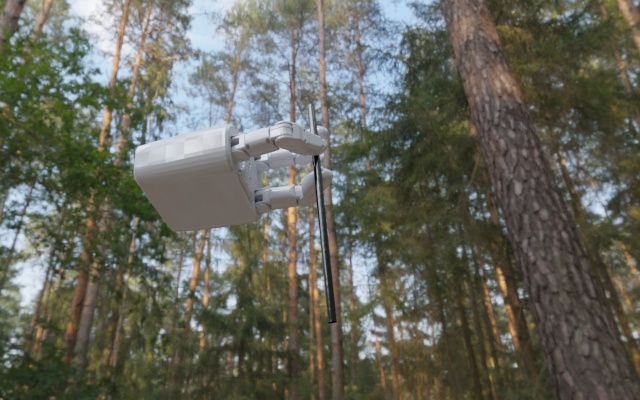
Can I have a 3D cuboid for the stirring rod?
[{"bbox_3d":[0.000,0.002,0.478,0.011,0.239,0.011,-5,-27,-2],"label":"stirring rod"}]
